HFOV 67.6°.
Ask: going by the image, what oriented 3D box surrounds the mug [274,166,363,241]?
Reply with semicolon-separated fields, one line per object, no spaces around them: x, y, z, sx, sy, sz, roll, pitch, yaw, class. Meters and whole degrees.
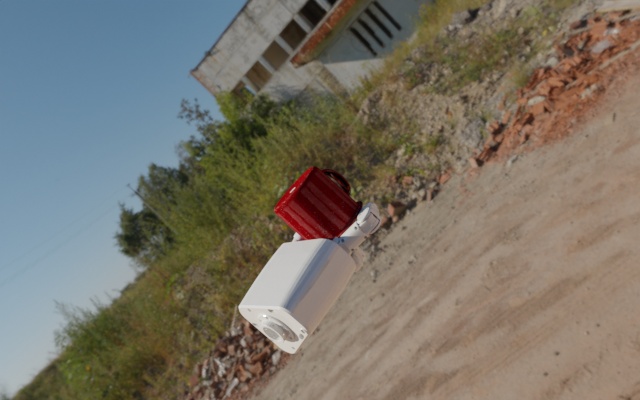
0.001;0.001;0.632;0.093;0.081;0.117;-37;14;52;mug
